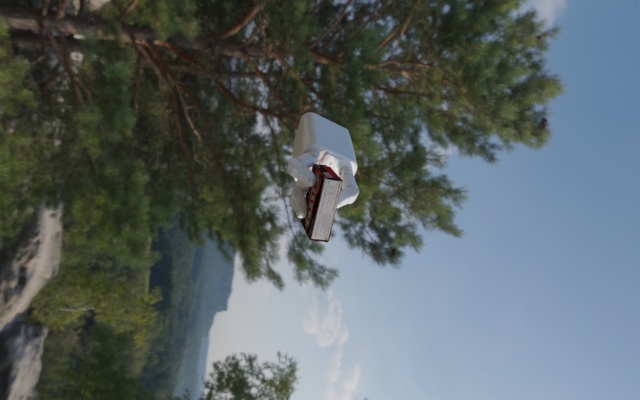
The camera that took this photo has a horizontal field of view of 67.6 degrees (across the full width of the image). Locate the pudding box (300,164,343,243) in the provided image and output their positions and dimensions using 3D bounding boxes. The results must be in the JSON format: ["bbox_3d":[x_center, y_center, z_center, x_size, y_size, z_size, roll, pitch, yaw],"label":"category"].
[{"bbox_3d":[0.000,0.003,0.813,0.039,0.113,0.090,7,17,-14],"label":"pudding box"}]
